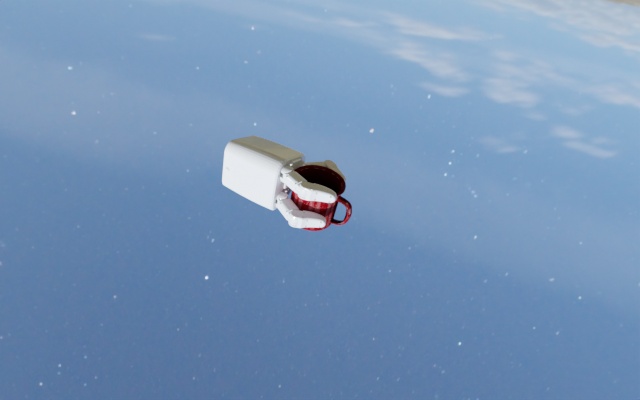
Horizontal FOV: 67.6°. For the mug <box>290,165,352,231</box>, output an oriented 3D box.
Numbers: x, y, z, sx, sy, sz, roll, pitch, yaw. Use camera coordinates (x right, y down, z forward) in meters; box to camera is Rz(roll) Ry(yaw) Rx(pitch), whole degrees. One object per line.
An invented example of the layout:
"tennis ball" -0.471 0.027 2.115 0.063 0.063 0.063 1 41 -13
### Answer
"mug" 0.001 0.003 0.819 0.117 0.082 0.093 25 38 15
